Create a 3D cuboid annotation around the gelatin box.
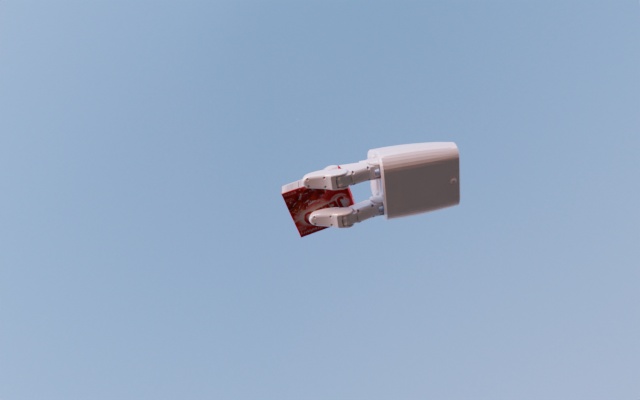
[{"bbox_3d":[0.000,0.002,0.658,0.089,0.073,0.030,-19,24,8],"label":"gelatin box"}]
